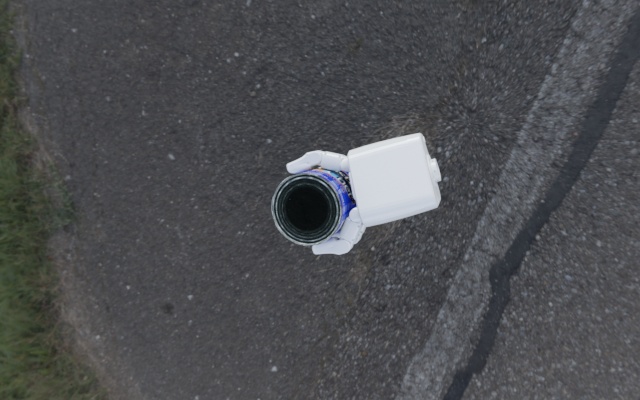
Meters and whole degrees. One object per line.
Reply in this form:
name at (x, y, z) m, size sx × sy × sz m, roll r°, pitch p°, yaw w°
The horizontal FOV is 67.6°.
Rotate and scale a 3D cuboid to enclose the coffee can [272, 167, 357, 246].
coffee can at (0.000, 0.002, 0.719) m, size 0.103 × 0.103 × 0.140 m, roll 0°, pitch 9°, yaw 17°
